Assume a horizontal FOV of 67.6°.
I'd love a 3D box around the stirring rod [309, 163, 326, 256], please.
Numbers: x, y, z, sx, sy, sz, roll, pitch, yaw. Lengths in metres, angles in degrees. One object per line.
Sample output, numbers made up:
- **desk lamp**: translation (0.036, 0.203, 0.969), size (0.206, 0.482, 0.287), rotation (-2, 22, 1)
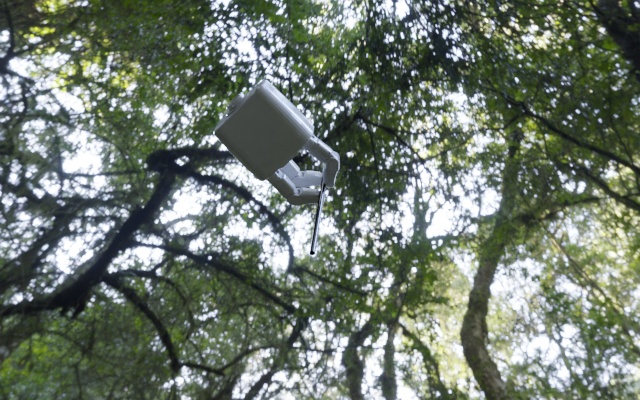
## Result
- **stirring rod**: translation (0.000, 0.002, 0.727), size (0.011, 0.011, 0.239), rotation (0, 34, 6)
